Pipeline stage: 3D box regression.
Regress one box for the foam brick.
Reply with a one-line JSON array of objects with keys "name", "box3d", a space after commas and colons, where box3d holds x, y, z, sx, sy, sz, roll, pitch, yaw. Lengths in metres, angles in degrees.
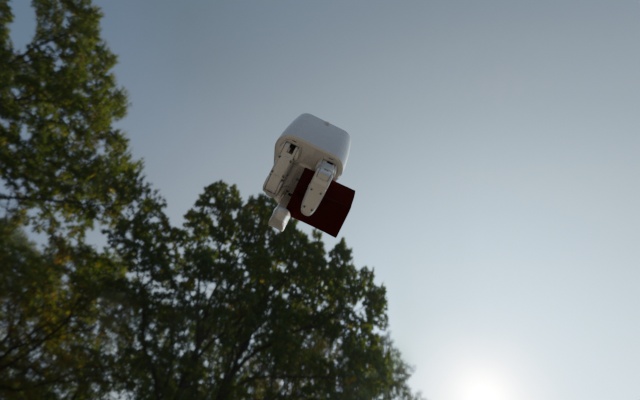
[{"name": "foam brick", "box3d": [0.000, 0.002, 0.635, 0.078, 0.053, 0.051, 26, 30, -2]}]
